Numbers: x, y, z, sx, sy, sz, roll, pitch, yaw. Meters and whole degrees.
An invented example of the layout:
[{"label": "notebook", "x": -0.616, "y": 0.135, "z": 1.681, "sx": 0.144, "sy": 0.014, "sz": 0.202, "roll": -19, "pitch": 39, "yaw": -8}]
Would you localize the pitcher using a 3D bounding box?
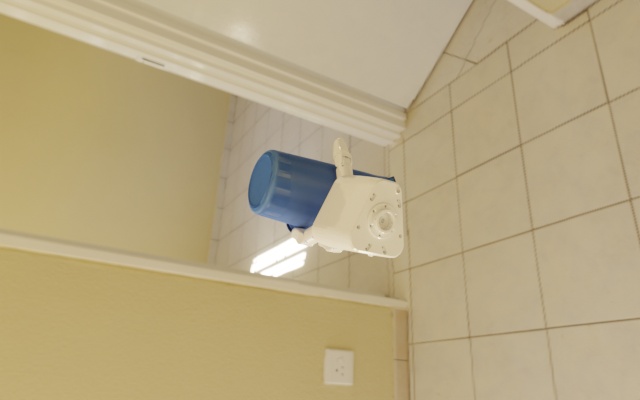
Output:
[{"label": "pitcher", "x": 0.000, "y": 0.003, "z": 0.823, "sx": 0.243, "sy": 0.149, "sz": 0.145, "roll": 15, "pitch": -2, "yaw": -28}]
